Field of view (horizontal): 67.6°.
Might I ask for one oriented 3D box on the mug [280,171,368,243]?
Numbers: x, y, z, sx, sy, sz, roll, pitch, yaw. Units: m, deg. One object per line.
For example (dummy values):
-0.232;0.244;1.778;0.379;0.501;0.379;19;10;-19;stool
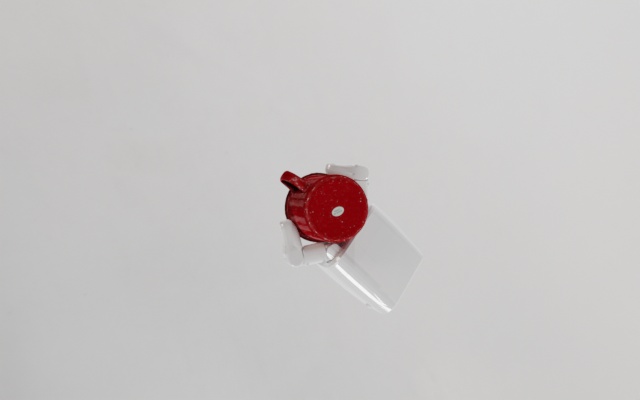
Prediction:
-0.001;0.001;0.592;0.117;0.093;0.081;40;-11;-13;mug
